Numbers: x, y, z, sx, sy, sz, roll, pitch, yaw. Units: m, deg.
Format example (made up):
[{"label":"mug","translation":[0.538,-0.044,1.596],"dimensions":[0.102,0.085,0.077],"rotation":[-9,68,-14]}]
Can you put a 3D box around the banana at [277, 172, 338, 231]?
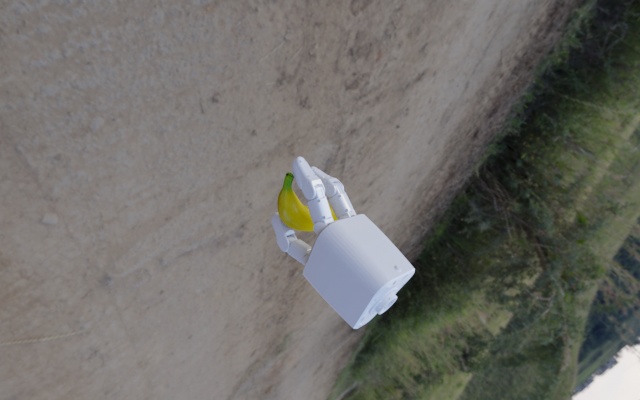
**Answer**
[{"label":"banana","translation":[-0.013,0.016,0.706],"dimensions":[0.037,0.069,0.198],"rotation":[44,9,25]}]
